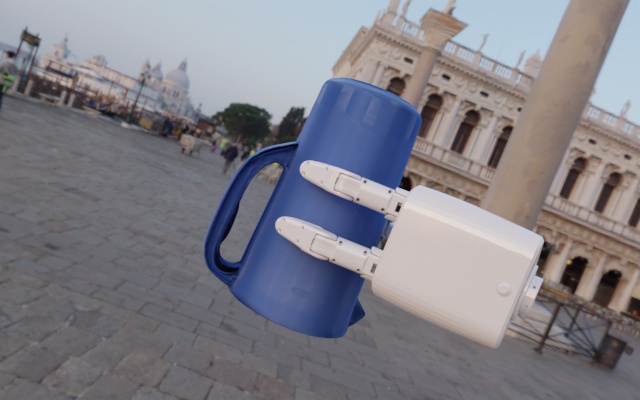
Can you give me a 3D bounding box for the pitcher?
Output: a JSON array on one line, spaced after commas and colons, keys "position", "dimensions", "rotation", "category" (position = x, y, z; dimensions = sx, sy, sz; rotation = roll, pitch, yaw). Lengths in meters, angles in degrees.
[{"position": [0.000, 0.002, 0.488], "dimensions": [0.145, 0.243, 0.149], "rotation": [24, 3, 30], "category": "pitcher"}]
